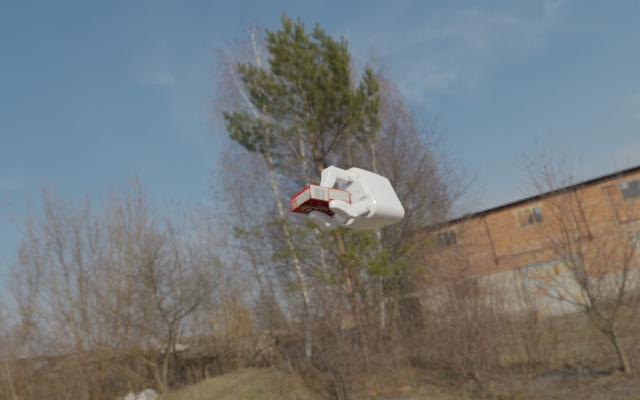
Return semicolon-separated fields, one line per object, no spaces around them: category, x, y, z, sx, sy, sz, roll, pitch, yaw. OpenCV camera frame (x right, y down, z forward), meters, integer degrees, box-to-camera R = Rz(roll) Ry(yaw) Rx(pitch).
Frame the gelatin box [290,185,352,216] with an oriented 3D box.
gelatin box;0.000;0.002;0.875;0.089;0.030;0.073;9;-25;-32
